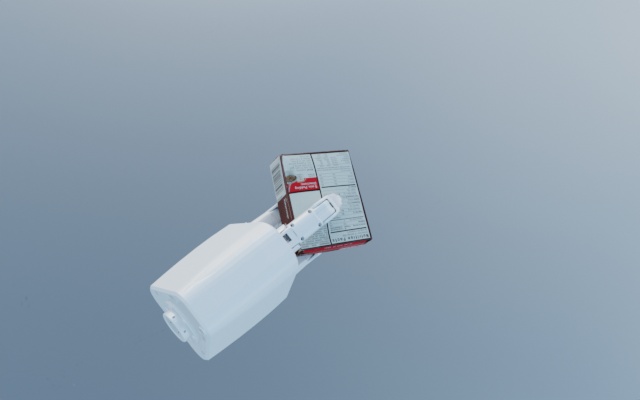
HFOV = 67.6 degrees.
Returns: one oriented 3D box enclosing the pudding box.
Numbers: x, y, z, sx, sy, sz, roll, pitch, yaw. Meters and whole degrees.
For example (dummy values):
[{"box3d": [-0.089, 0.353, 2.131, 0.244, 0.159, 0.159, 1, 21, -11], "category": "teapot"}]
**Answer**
[{"box3d": [0.000, 0.002, 0.535, 0.090, 0.113, 0.039, -6, -14, -26], "category": "pudding box"}]
